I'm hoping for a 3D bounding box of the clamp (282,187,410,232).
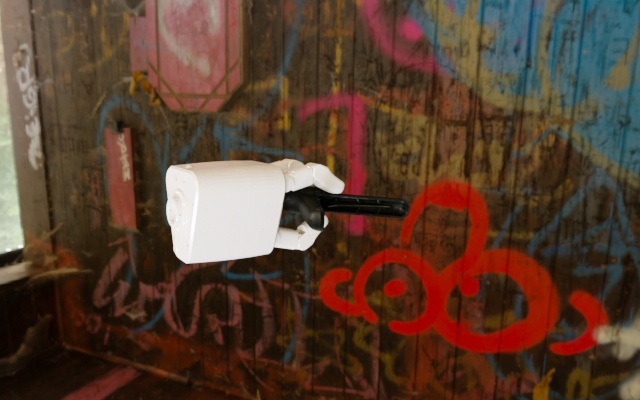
[{"bbox_3d":[0.000,0.003,0.629,0.164,0.036,0.210,-3,11,-37],"label":"clamp"}]
